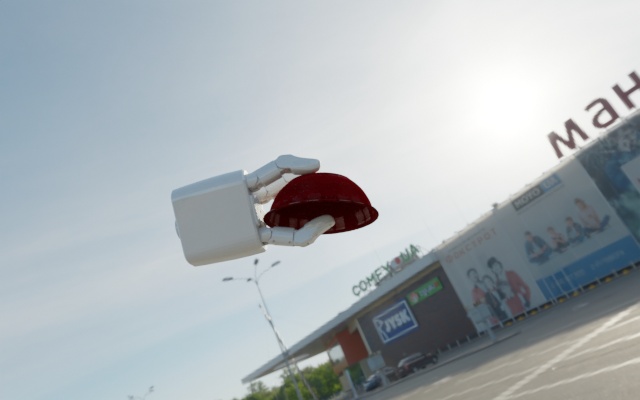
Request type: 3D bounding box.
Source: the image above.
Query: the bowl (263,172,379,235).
[{"bbox_3d":[0.001,0.002,0.675,0.162,0.055,0.162,-2,-19,-1],"label":"bowl"}]
